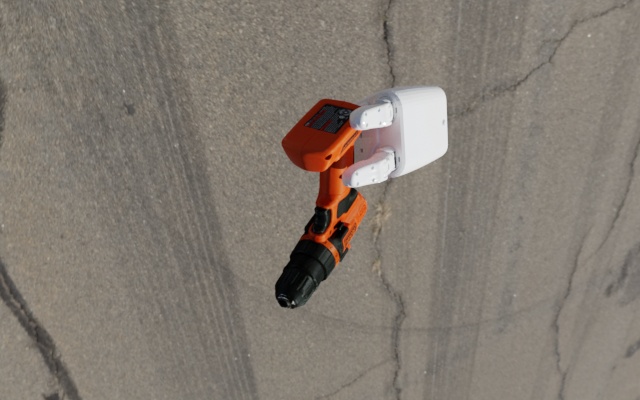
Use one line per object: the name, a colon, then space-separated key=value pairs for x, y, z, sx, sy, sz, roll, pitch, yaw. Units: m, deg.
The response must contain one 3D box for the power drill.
power drill: x=0.000 y=0.001 z=0.514 sx=0.057 sy=0.188 sz=0.184 roll=17 pitch=45 yaw=18
